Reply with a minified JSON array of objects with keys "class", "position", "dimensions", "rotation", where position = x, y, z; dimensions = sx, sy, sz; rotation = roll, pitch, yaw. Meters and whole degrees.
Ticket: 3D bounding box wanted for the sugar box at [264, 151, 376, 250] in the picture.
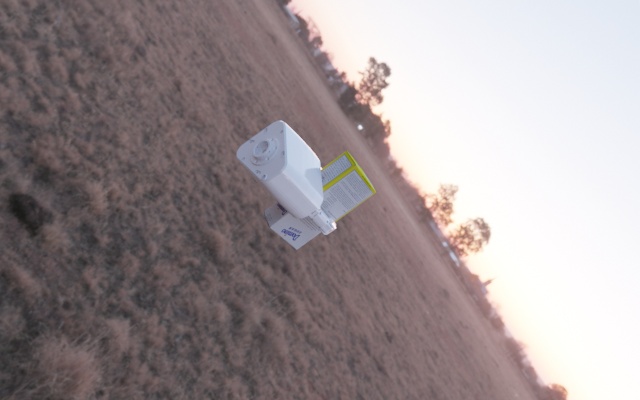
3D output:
[{"class":"sugar box","position":[0.000,0.002,0.812],"dimensions":[0.176,0.048,0.093],"rotation":[-34,-42,9]}]
